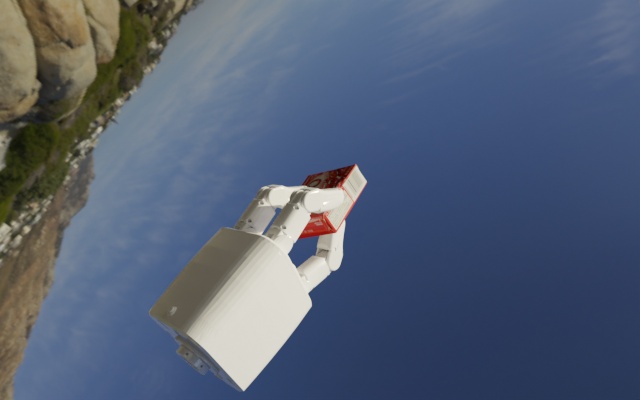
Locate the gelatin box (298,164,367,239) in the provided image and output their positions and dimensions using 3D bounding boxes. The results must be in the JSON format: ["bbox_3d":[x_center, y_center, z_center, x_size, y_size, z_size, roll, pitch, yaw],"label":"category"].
[{"bbox_3d":[0.000,0.002,0.527,0.073,0.030,0.089,-11,33,41],"label":"gelatin box"}]
